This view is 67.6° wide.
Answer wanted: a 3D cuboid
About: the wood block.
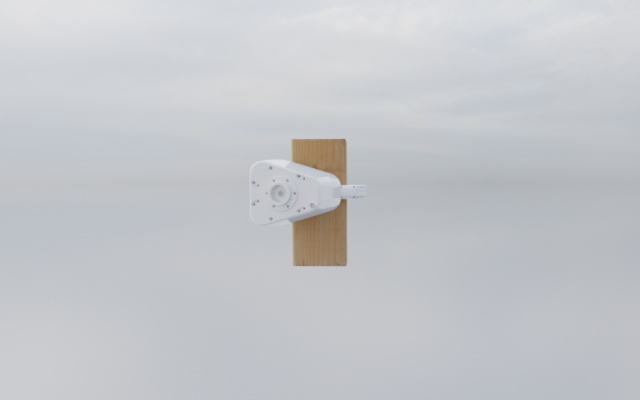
[{"bbox_3d":[0.000,0.003,0.811,0.091,0.206,0.090,0,2,4],"label":"wood block"}]
